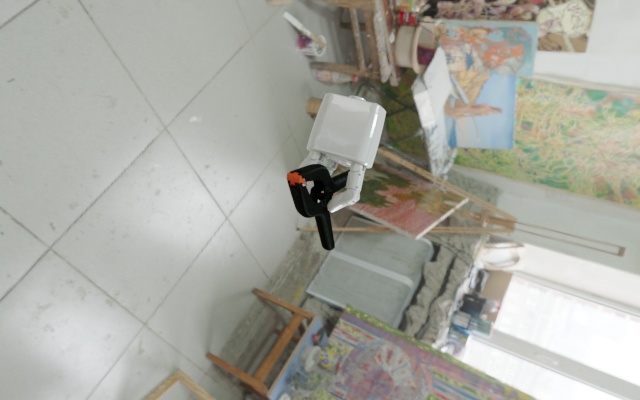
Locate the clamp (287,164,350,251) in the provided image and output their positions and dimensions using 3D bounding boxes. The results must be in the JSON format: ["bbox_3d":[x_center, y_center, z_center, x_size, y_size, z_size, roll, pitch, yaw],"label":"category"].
[{"bbox_3d":[0.001,0.003,0.847,0.036,0.164,0.210,14,-3,30],"label":"clamp"}]
